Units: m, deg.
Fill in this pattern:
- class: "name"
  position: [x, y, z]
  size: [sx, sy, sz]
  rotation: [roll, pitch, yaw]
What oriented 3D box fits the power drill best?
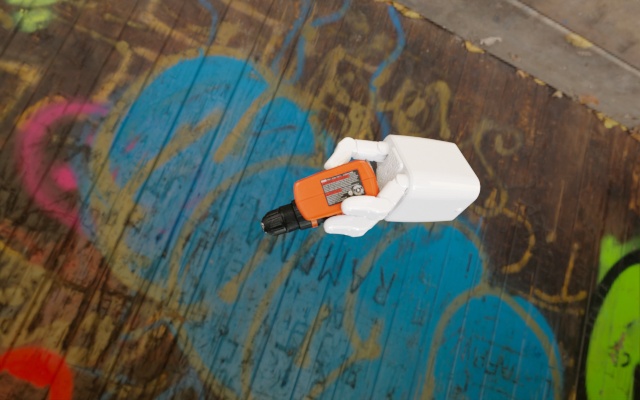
- class: "power drill"
  position: [0.000, 0.002, 0.674]
  size: [0.184, 0.057, 0.187]
  rotation: [-20, -4, -6]
